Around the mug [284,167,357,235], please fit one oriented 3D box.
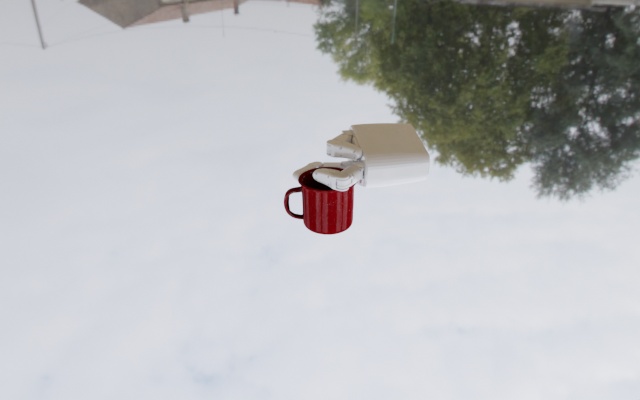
[{"bbox_3d":[-0.001,0.003,0.760,0.117,0.081,0.093,-5,28,-9],"label":"mug"}]
